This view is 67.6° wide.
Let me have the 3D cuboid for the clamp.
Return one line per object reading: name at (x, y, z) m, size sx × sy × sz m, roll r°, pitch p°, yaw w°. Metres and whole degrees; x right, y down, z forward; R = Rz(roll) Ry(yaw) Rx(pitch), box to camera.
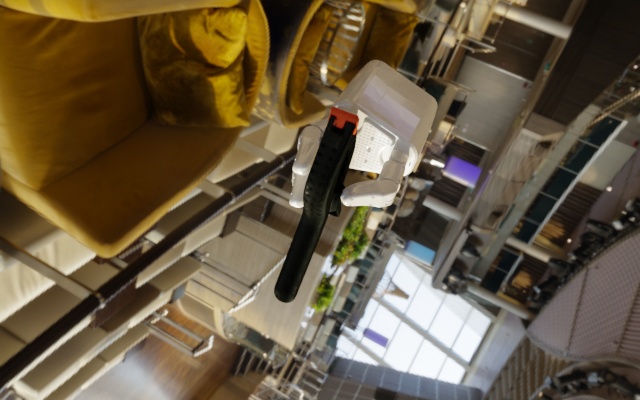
clamp at (0.001, 0.001, 0.498) m, size 0.036 × 0.164 × 0.210 m, roll 22°, pitch -40°, yaw 8°
